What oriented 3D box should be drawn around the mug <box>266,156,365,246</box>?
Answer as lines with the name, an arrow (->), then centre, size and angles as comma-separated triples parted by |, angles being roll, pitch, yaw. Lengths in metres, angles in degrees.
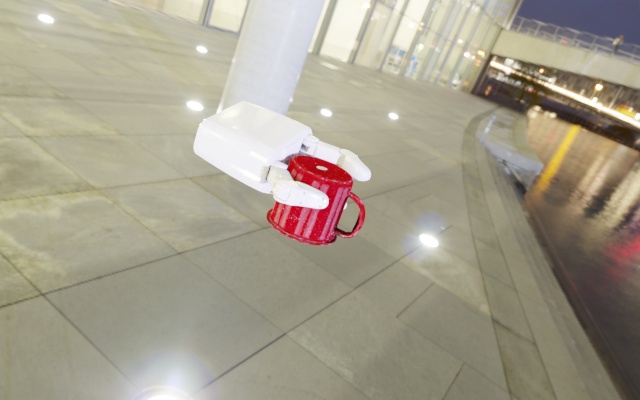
mug -> 0.001, 0.002, 0.580 | 0.117, 0.081, 0.093 | 27, 21, 18
